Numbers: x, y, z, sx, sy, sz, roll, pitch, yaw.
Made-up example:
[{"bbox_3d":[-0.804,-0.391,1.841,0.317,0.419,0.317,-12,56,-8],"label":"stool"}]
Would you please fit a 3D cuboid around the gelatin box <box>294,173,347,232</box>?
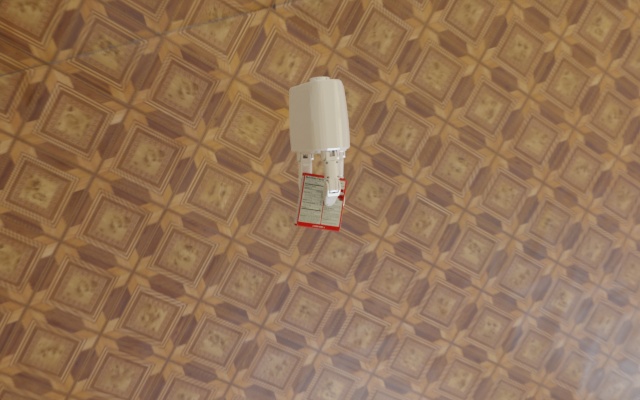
[{"bbox_3d":[0.000,0.003,0.789,0.073,0.089,0.030,8,0,-12],"label":"gelatin box"}]
